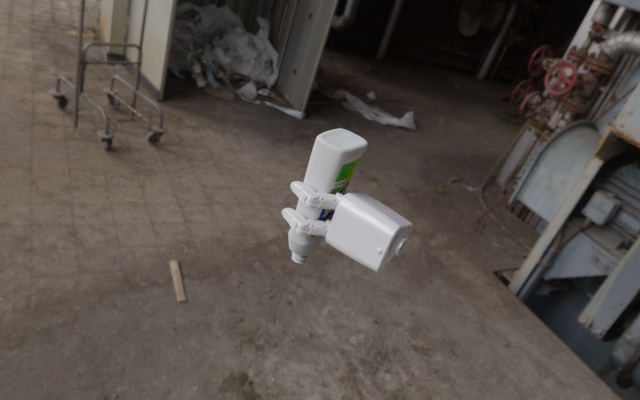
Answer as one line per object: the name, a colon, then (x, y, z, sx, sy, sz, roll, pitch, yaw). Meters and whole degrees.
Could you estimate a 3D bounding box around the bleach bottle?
bleach bottle: (0.000, 0.003, 0.845, 0.068, 0.251, 0.102, 31, 30, 21)
